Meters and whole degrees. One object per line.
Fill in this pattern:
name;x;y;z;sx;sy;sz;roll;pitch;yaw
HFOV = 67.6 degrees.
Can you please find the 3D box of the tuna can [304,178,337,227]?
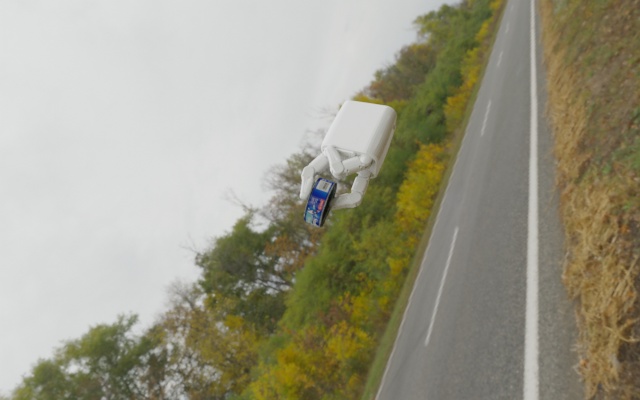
tuna can;0.000;0.003;0.861;0.034;0.086;0.086;20;3;8
